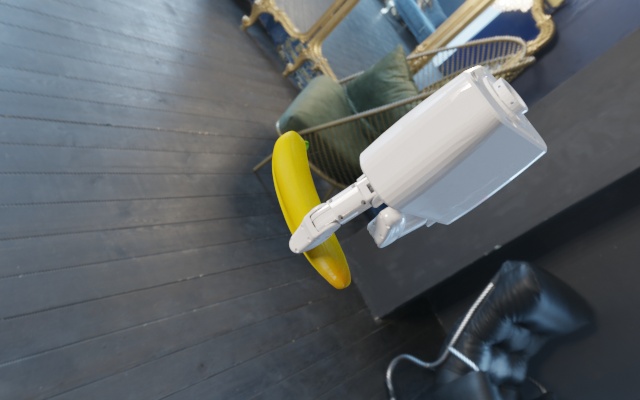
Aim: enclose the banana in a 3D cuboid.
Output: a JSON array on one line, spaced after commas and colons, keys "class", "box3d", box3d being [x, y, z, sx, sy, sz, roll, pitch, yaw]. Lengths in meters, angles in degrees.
[{"class": "banana", "box3d": [-0.014, -0.006, 0.475, 0.070, 0.197, 0.037, 21, -49, -38]}]
